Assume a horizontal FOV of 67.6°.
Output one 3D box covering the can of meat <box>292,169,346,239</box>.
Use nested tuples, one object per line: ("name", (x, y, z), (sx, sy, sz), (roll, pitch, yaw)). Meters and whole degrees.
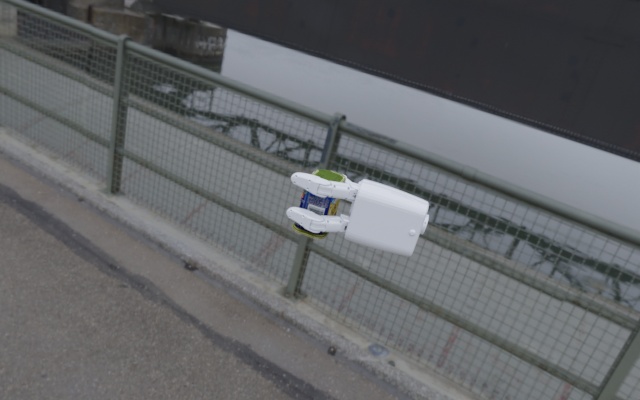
("can of meat", (0.000, 0.002, 0.771), (0.057, 0.084, 0.102), (19, 22, 9))
